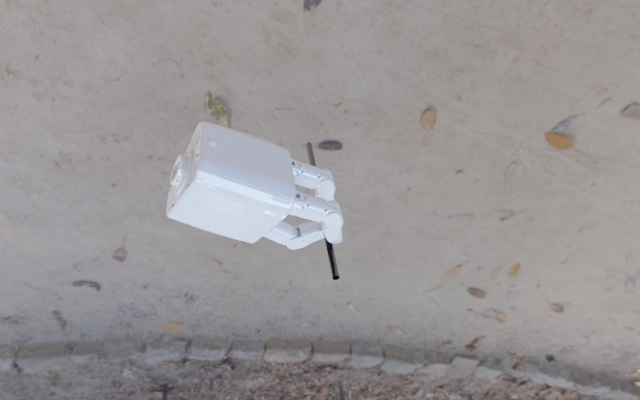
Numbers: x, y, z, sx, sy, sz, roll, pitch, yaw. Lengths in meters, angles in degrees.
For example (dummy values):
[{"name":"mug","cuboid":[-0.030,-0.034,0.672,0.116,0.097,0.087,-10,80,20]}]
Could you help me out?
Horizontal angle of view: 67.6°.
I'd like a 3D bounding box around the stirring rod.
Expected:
[{"name":"stirring rod","cuboid":[0.000,0.002,0.616,0.011,0.011,0.239,-6,45,-6]}]
